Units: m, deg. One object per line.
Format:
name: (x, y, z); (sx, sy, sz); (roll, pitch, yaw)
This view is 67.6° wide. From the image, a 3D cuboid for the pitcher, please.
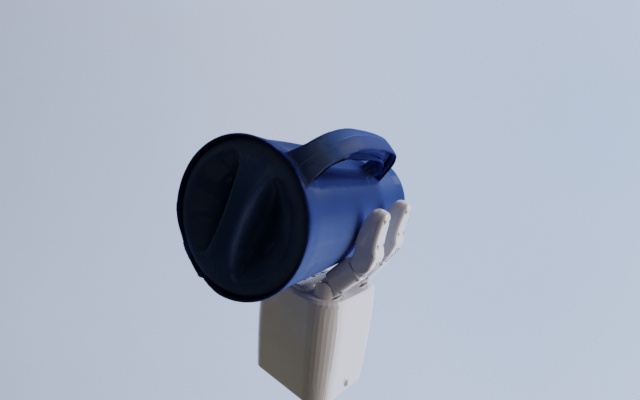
pitcher: (0.000, 0.002, 0.465); (0.149, 0.145, 0.243); (11, 10, 30)
